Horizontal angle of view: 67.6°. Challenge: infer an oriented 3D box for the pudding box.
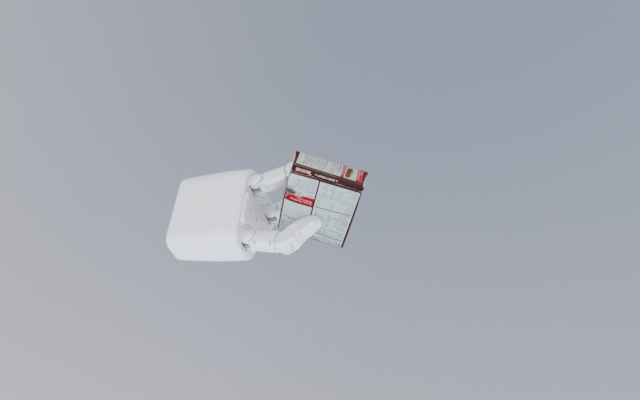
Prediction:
[{"bbox_3d":[0.000,0.002,0.585,0.090,0.039,0.114,16,-41,0],"label":"pudding box"}]
